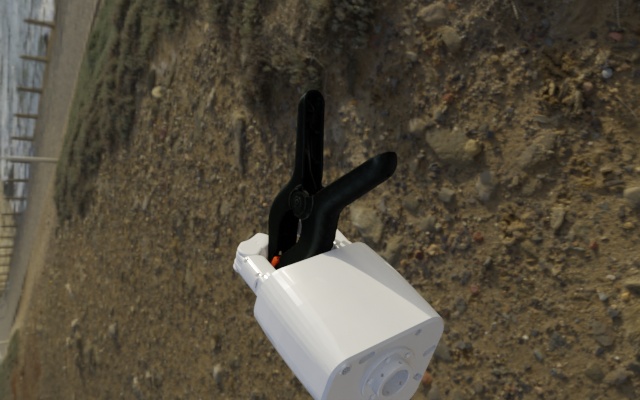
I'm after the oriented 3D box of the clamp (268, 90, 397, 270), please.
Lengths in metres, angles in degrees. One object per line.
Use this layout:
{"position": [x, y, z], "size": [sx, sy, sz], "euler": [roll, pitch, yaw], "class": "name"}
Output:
{"position": [-0.001, 0.001, 0.417], "size": [0.039, 0.171, 0.120], "euler": [1, 26, -36], "class": "clamp"}
